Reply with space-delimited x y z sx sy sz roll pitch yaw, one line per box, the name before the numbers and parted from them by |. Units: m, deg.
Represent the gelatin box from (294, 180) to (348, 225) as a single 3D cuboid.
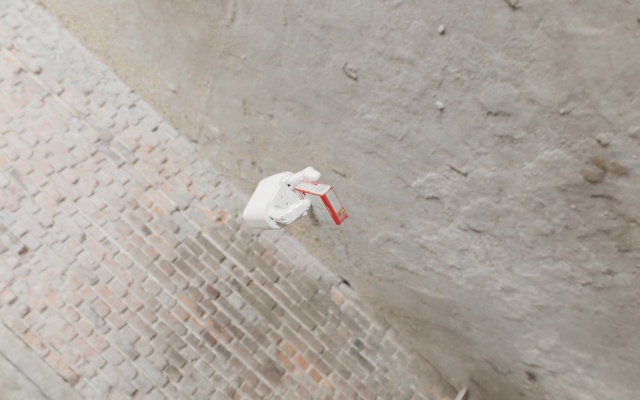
gelatin box | 0.000 0.003 0.869 0.030 0.073 0.089 -44 33 -24
